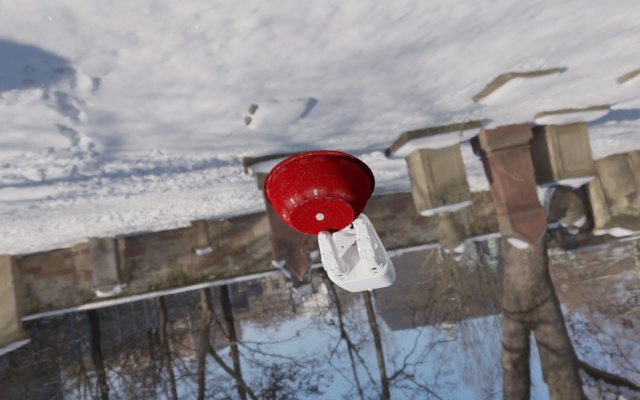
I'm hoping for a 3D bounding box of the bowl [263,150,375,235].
[{"bbox_3d":[-0.001,0.002,0.674,0.162,0.055,0.162,-3,-37,-2],"label":"bowl"}]
